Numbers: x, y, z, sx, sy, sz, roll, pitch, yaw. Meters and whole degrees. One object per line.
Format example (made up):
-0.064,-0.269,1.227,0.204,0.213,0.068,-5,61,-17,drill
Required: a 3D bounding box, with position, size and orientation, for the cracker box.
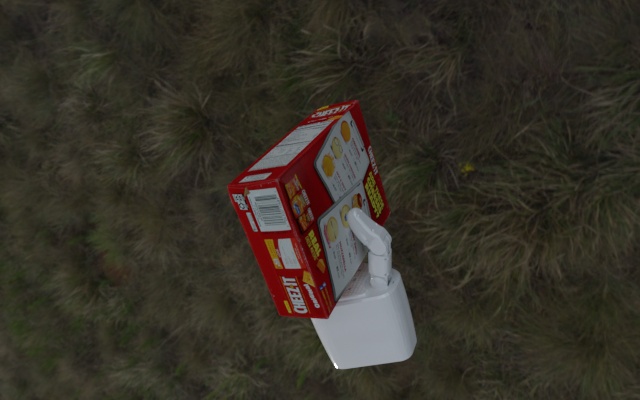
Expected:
0.000,0.002,0.548,0.072,0.164,0.213,-4,28,30,cracker box
